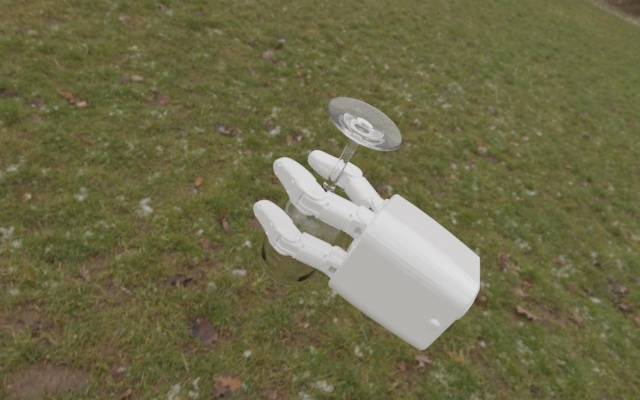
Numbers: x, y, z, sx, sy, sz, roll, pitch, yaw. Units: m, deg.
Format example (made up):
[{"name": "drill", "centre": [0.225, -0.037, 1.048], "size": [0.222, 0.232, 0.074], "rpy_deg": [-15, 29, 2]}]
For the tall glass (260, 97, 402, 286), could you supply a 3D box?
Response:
[{"name": "tall glass", "centre": [0.000, 0.001, 0.478], "size": [0.079, 0.201, 0.079], "rpy_deg": [19, 37, -15]}]
